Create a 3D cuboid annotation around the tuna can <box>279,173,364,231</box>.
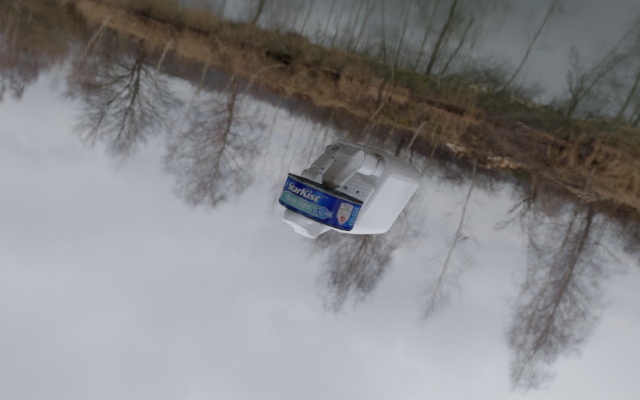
[{"bbox_3d":[0.000,0.002,0.503,0.086,0.034,0.086,22,4,-2],"label":"tuna can"}]
